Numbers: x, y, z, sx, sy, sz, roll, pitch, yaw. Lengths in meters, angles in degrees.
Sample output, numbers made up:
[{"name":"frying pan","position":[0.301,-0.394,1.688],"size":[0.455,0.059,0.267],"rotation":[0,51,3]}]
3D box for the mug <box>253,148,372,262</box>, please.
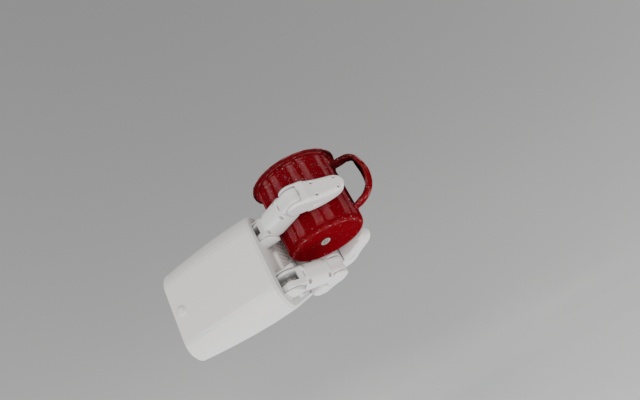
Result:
[{"name":"mug","position":[0.001,0.001,0.479],"size":[0.117,0.081,0.093],"rotation":[-34,-23,11]}]
